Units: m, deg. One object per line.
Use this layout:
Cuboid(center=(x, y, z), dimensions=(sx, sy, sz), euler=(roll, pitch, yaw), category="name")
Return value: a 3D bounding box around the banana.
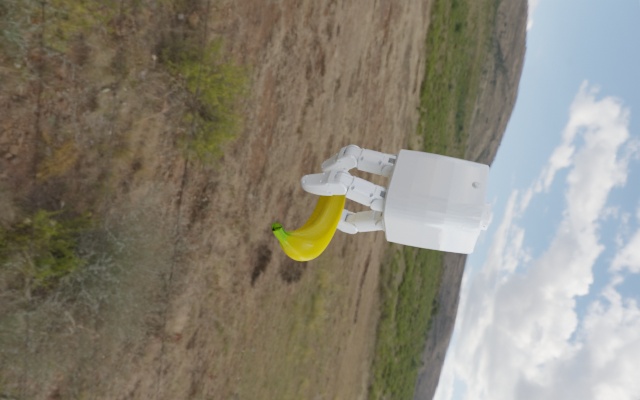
Cuboid(center=(-0.001, 0.020, 0.576), dimensions=(0.037, 0.070, 0.197), euler=(9, 26, 18), category="banana")
